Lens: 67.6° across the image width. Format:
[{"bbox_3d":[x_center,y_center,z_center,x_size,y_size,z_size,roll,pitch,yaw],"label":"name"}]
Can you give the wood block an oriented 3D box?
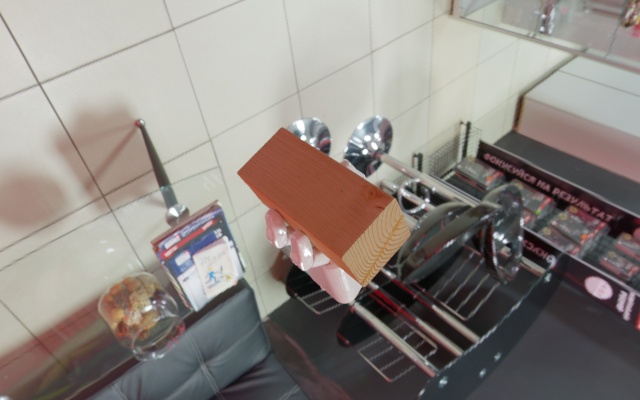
[{"bbox_3d":[0.001,0.002,0.604,0.206,0.091,0.090,36,-12,37],"label":"wood block"}]
